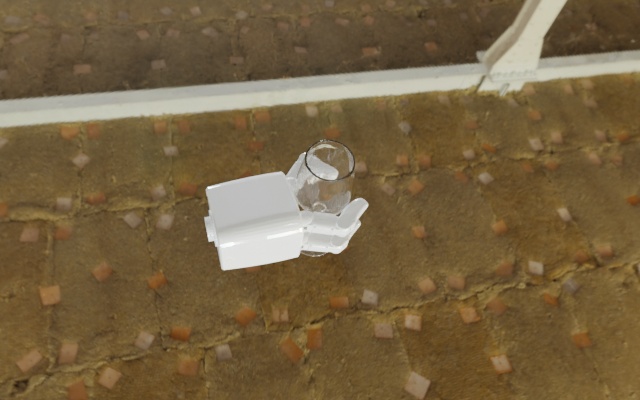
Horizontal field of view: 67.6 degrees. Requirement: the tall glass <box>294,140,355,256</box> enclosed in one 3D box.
[{"bbox_3d":[0.000,0.002,0.661,0.079,0.079,0.201,0,-31,-8],"label":"tall glass"}]
